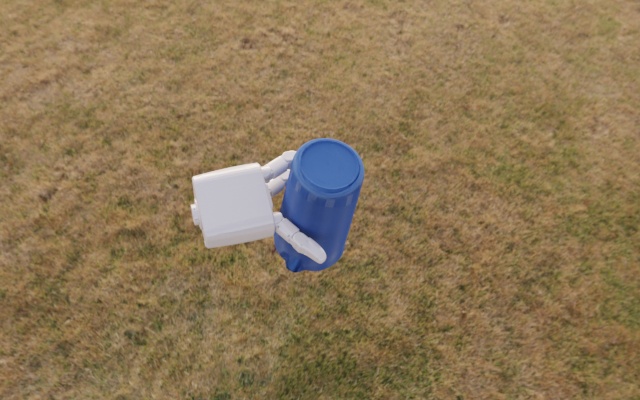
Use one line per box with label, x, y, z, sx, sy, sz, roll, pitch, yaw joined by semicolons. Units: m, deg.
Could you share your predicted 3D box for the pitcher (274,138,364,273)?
pitcher;0.000;0.003;0.794;0.145;0.149;0.243;-12;-29;-16
